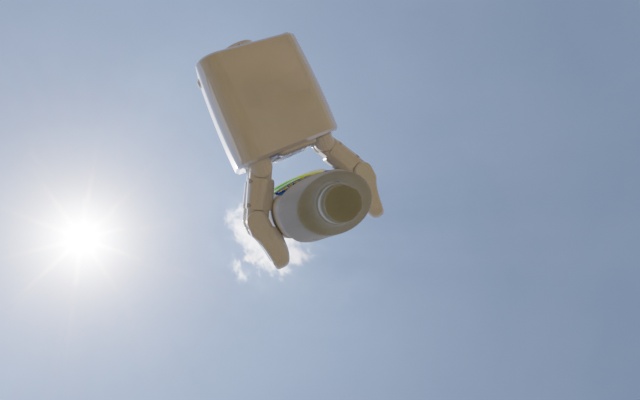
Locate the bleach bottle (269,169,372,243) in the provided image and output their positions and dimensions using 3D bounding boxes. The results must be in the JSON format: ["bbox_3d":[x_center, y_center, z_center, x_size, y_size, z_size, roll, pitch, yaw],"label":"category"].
[{"bbox_3d":[0.000,0.002,0.473,0.102,0.068,0.251,-24,3,-11],"label":"bleach bottle"}]
